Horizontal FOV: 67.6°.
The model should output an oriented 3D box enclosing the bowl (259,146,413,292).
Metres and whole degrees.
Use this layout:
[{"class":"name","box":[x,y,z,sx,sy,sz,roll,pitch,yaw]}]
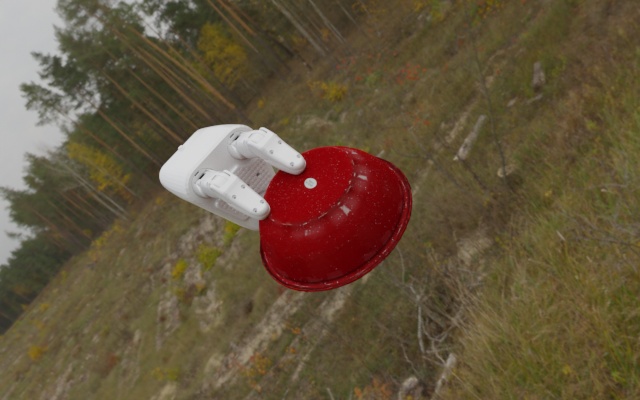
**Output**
[{"class":"bowl","box":[0.001,0.001,0.445,0.162,0.162,0.055,0,-37,33]}]
